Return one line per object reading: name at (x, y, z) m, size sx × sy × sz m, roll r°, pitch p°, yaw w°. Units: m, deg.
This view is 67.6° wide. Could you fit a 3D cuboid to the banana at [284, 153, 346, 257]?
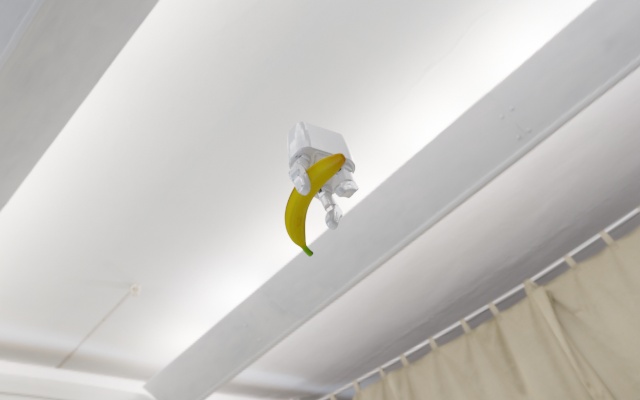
banana at (-0.019, 0.000, 0.793) m, size 0.069 × 0.198 × 0.037 m, roll 15°, pitch 28°, yaw -6°
